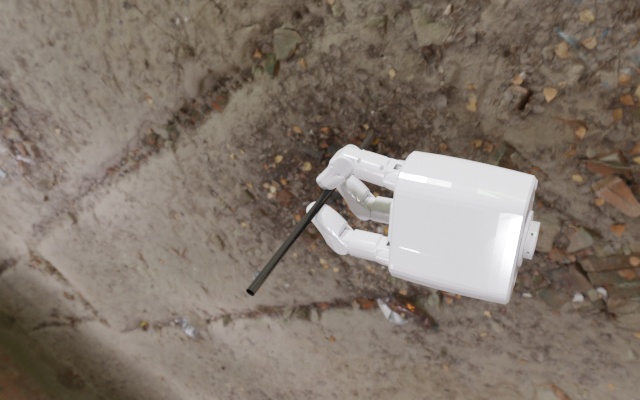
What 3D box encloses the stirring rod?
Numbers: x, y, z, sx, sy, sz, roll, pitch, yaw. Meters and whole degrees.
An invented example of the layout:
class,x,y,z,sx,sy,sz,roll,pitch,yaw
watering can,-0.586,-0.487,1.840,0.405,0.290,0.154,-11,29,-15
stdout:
class,x,y,z,sx,sy,sz,roll,pitch,yaw
stirring rod,0.000,0.001,0.461,0.011,0.011,0.239,0,37,36
